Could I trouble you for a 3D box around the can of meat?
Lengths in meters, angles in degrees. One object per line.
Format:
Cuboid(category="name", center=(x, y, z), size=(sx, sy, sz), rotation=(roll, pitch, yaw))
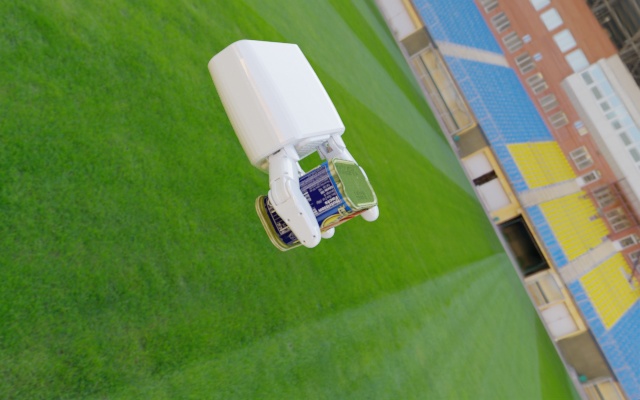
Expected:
Cuboid(category="can of meat", center=(0.000, 0.001, 0.463), size=(0.084, 0.057, 0.102), rotation=(-29, -8, 19))
